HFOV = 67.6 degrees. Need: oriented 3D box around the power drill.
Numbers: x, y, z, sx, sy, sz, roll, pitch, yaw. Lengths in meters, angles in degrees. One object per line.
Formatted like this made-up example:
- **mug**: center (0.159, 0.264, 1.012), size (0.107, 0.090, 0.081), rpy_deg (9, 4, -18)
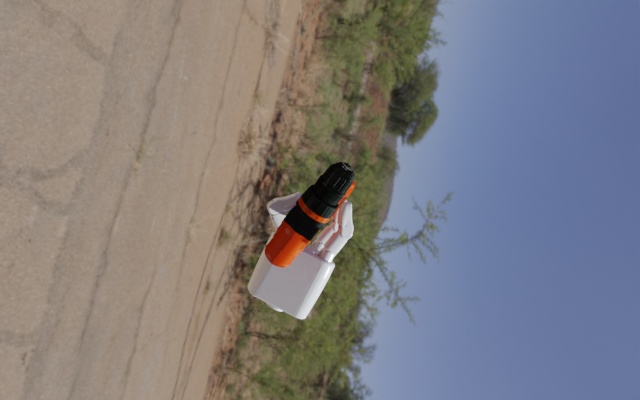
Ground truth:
- **power drill**: center (0.000, 0.003, 0.731), size (0.057, 0.184, 0.187), rpy_deg (41, 21, 2)
